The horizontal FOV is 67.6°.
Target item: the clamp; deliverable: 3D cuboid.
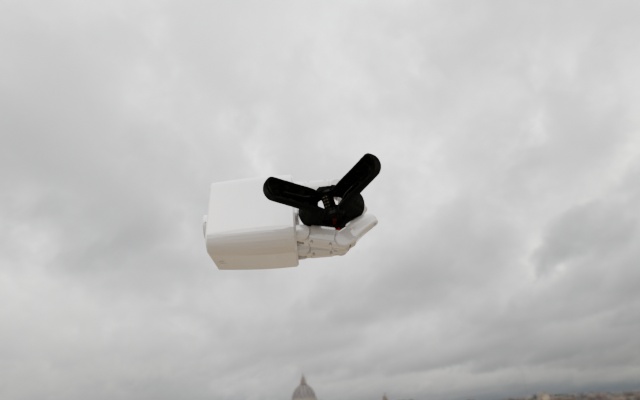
[{"bbox_3d":[0.000,0.001,0.540,0.120,0.039,0.171,-5,-25,-3],"label":"clamp"}]
